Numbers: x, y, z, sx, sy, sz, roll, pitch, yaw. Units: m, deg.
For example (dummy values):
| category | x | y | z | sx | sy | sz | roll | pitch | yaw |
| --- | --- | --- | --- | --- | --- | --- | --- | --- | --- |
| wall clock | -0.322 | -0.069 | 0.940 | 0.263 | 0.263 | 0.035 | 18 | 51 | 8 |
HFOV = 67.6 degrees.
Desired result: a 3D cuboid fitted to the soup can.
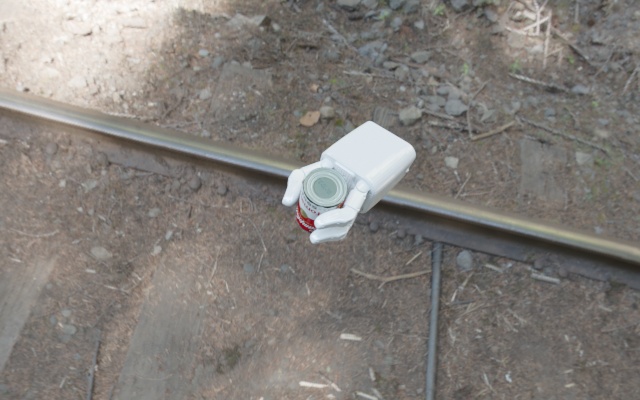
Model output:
| category | x | y | z | sx | sy | sz | roll | pitch | yaw |
| --- | --- | --- | --- | --- | --- | --- | --- | --- | --- |
| soup can | 0.000 | 0.002 | 0.732 | 0.068 | 0.068 | 0.102 | 0 | -26 | -10 |
